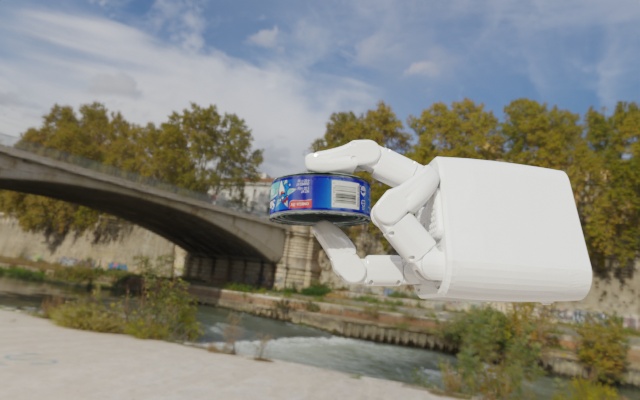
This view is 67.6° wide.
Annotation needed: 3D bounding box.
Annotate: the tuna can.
[{"bbox_3d":[0.000,0.001,0.404,0.086,0.033,0.086,1,-10,0],"label":"tuna can"}]
